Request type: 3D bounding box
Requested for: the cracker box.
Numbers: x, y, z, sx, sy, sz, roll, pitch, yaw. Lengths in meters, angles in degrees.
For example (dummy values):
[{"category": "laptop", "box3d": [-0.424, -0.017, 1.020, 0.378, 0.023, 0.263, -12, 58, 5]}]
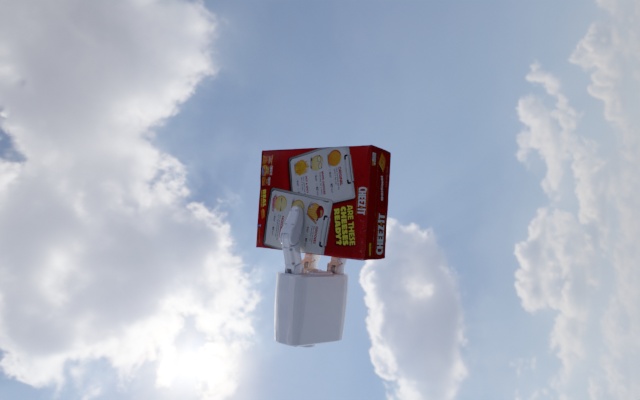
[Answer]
[{"category": "cracker box", "box3d": [0.000, 0.002, 0.749, 0.213, 0.164, 0.072, 2, -2, 37]}]
